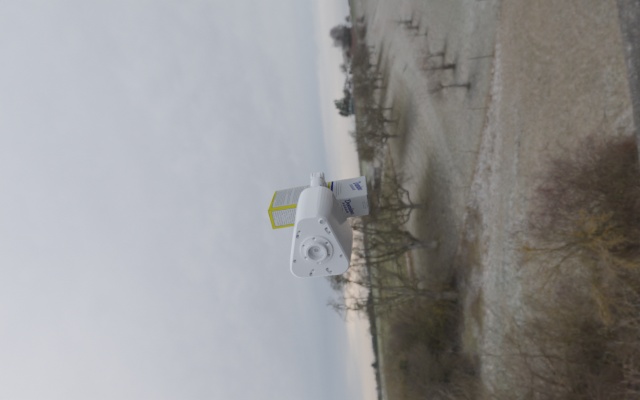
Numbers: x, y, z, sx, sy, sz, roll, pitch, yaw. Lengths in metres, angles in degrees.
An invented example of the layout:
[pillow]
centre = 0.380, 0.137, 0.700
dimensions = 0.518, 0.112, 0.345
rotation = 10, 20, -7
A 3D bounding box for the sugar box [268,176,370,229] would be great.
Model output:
[sugar box]
centre = 0.000, 0.003, 0.863
dimensions = 0.176, 0.048, 0.093
rotation = -7, 24, 7
